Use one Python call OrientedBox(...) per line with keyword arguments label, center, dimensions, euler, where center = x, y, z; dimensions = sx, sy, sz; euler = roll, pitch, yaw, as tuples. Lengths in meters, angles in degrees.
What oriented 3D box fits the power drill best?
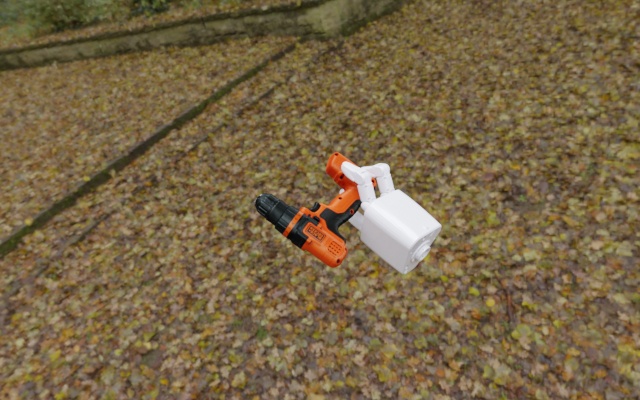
OrientedBox(label="power drill", center=(0.001, 0.003, 0.856), dimensions=(0.184, 0.187, 0.057), euler=(37, -27, 0))
